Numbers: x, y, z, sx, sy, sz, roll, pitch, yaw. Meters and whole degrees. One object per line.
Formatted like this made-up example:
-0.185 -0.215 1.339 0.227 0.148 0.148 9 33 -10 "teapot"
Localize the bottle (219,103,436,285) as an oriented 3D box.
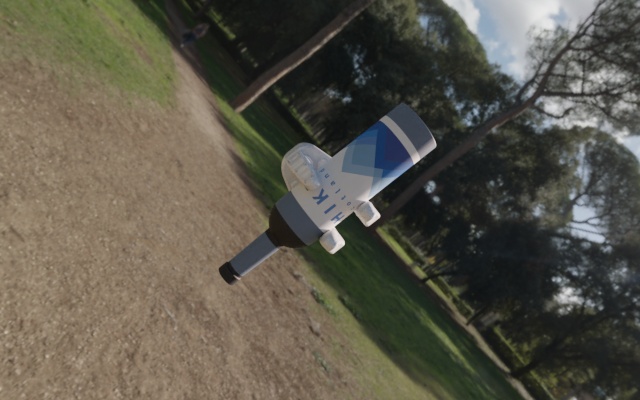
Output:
0.000 0.002 0.572 0.296 0.069 0.069 -38 -3 3 "bottle"
